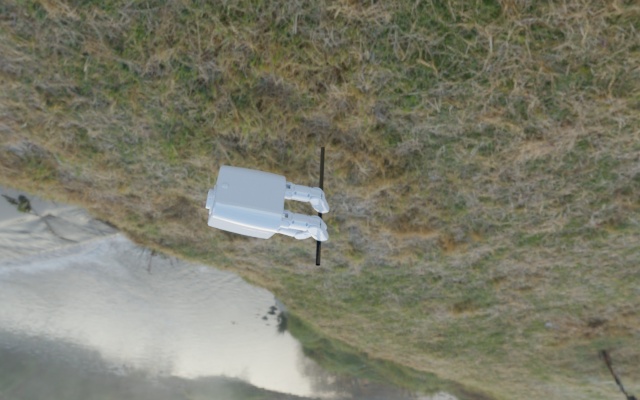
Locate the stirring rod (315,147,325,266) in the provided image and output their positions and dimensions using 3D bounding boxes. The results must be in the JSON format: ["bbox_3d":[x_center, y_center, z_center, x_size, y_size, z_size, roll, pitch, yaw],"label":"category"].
[{"bbox_3d":[0.000,0.003,0.839,0.011,0.239,0.011,2,-32,1],"label":"stirring rod"}]
